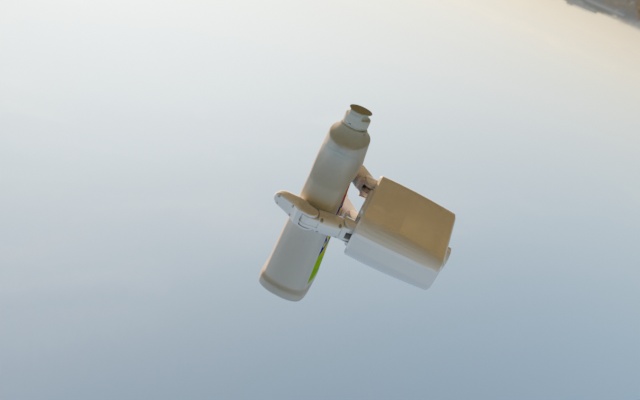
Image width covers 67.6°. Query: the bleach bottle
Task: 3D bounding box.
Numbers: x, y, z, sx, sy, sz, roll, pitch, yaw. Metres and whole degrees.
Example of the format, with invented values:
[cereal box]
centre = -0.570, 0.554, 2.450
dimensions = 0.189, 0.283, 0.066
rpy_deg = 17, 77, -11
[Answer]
[bleach bottle]
centre = 0.000, 0.002, 0.591
dimensions = 0.068, 0.251, 0.102
rpy_deg = 26, 29, 5
